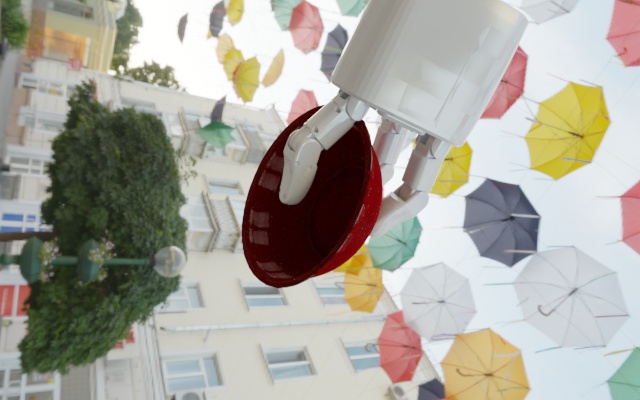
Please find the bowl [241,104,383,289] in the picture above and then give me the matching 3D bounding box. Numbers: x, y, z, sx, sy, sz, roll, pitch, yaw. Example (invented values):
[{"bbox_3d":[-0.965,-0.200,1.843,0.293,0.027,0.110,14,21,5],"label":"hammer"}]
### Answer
[{"bbox_3d":[0.000,0.002,0.412,0.055,0.162,0.162,25,-16,-37],"label":"bowl"}]
